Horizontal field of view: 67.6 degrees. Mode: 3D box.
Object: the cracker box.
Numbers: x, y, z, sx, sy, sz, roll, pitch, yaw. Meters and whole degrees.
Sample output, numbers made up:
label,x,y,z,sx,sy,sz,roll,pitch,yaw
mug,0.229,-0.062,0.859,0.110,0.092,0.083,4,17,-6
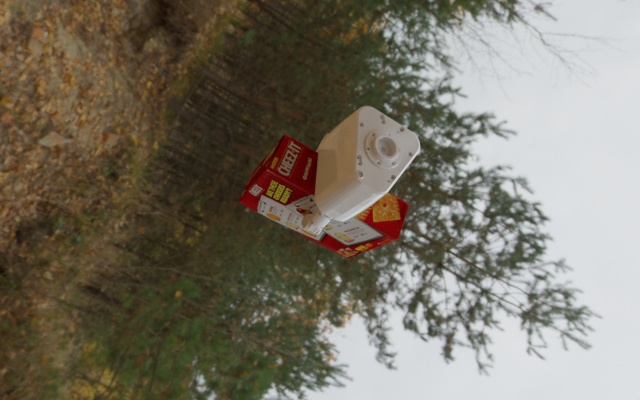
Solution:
label,x,y,z,sx,sy,sz,roll,pitch,yaw
cracker box,0.000,0.003,0.734,0.214,0.072,0.164,29,-25,-13
